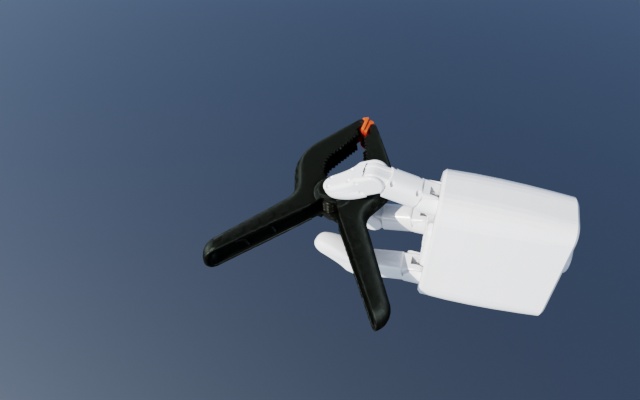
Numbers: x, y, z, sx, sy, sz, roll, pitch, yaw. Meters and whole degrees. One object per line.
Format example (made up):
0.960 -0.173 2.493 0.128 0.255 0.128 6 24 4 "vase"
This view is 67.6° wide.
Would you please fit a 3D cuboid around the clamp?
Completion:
0.000 0.001 0.438 0.164 0.209 0.036 13 -34 9 "clamp"
